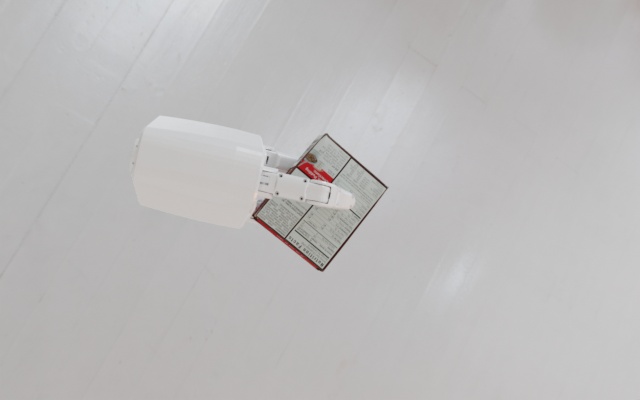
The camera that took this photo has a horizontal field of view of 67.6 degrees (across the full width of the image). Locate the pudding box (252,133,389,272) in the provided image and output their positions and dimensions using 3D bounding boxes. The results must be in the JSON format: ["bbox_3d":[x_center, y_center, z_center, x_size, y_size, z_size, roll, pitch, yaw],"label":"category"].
[{"bbox_3d":[0.000,0.002,0.485,0.090,0.113,0.039,41,-7,-9],"label":"pudding box"}]
